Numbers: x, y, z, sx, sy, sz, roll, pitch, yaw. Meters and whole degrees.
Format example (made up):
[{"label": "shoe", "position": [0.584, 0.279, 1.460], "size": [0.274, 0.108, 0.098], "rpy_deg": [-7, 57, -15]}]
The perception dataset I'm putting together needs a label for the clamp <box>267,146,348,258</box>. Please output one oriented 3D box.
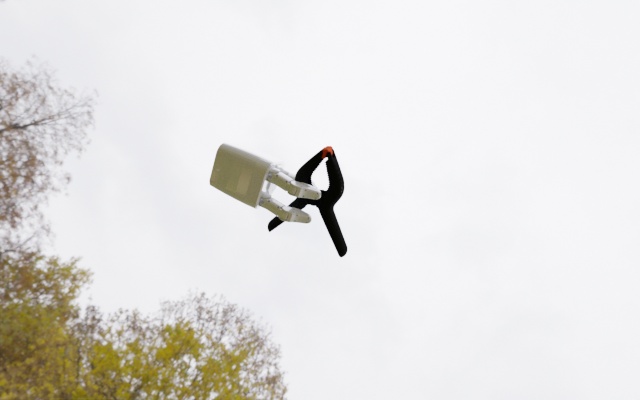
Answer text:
[{"label": "clamp", "position": [0.000, 0.002, 0.890], "size": [0.164, 0.210, 0.036], "rpy_deg": [24, 26, 7]}]
